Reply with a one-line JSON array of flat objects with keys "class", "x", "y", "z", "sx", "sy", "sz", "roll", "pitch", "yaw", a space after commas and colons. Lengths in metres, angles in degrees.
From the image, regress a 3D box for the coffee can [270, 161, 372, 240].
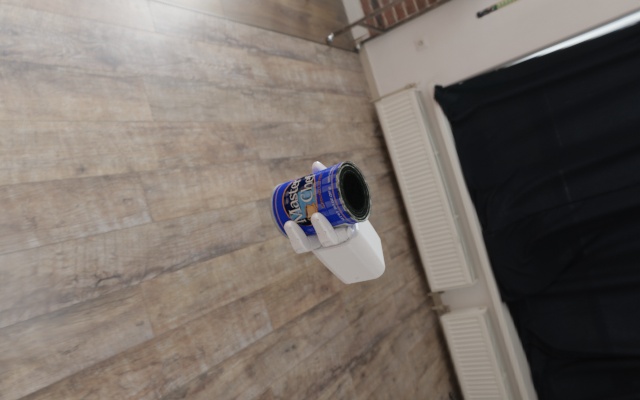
[{"class": "coffee can", "x": 0.000, "y": 0.002, "z": 0.803, "sx": 0.140, "sy": 0.103, "sz": 0.103, "roll": -17, "pitch": -10, "yaw": 33}]
